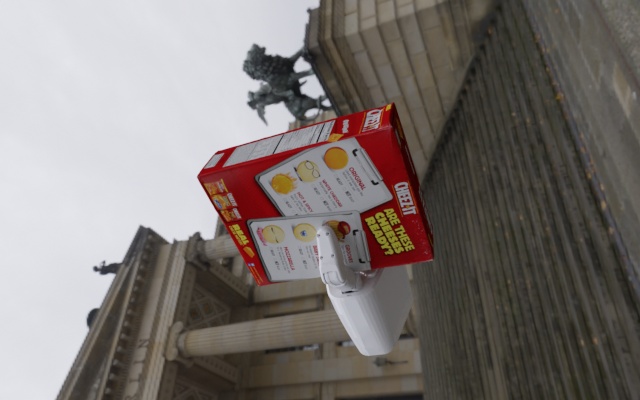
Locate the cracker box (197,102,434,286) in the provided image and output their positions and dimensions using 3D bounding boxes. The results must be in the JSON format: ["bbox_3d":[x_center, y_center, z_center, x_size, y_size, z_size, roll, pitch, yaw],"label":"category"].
[{"bbox_3d":[0.000,0.002,0.526,0.214,0.164,0.072,-12,31,19],"label":"cracker box"}]
